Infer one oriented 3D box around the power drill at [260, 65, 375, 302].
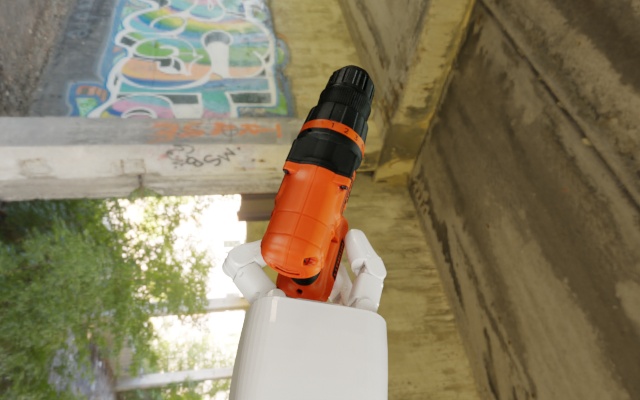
[{"bbox_3d":[0.000,0.002,0.418,0.057,0.184,0.188,17,-28,8],"label":"power drill"}]
